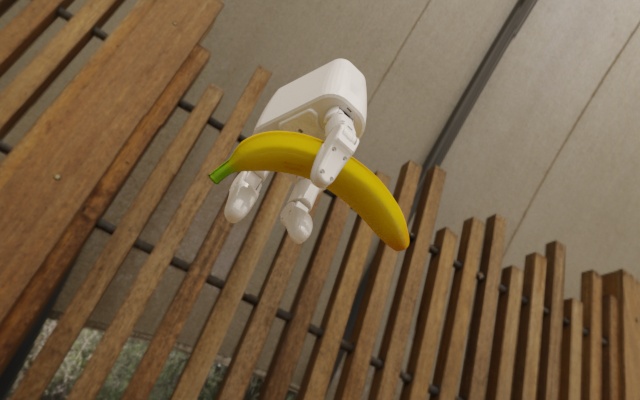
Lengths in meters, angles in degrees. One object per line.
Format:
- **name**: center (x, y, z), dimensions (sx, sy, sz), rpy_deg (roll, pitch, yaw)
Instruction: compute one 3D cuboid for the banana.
- **banana**: center (0.005, -0.016, 0.437), dimensions (0.198, 0.070, 0.037), rpy_deg (21, 15, -12)
